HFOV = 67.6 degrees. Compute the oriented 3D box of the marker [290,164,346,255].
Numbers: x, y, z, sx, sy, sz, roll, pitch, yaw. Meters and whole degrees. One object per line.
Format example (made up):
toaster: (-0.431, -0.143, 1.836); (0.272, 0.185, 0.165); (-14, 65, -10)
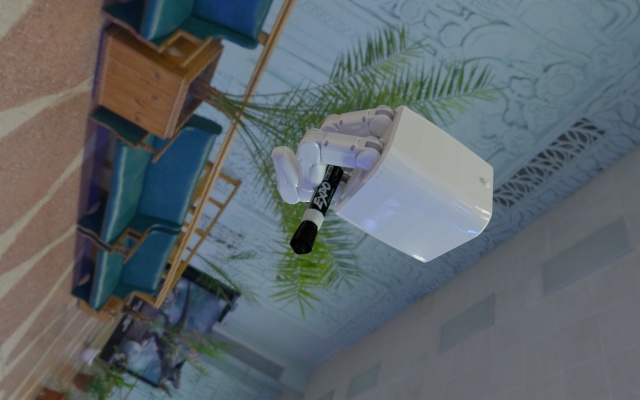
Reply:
marker: (0.000, 0.001, 0.418); (0.020, 0.020, 0.121); (0, 40, 22)
